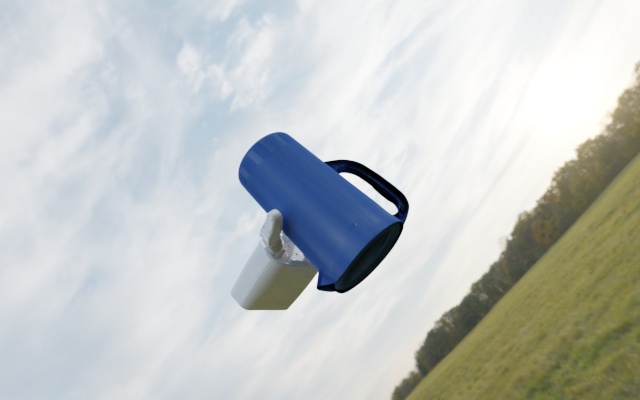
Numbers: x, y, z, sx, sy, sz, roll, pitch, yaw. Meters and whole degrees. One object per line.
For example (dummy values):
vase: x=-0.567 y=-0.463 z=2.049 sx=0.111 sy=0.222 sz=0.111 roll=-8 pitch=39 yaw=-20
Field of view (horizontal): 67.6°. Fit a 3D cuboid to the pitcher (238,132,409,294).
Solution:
pitcher: x=0.000 y=0.002 z=0.702 sx=0.242 sy=0.145 sz=0.149 roll=43 pitch=25 yaw=22
